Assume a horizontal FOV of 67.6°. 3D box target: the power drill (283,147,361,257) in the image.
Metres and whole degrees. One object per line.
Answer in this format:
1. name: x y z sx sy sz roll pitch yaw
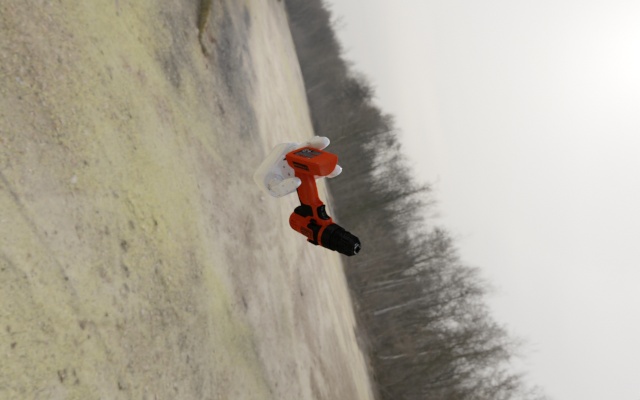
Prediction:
1. power drill: 0.000 0.002 0.894 0.057 0.188 0.184 -26 33 -37
